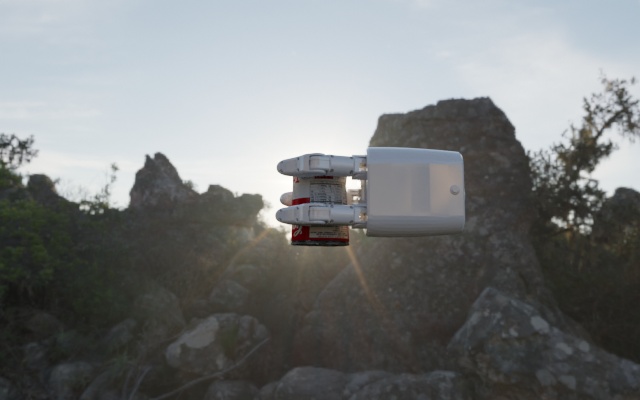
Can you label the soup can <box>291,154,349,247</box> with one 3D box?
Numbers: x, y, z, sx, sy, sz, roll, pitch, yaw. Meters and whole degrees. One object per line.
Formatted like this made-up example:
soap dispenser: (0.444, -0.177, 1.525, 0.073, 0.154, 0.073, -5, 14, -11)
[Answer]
soup can: (0.000, 0.002, 0.560, 0.068, 0.102, 0.068, 1, -7, 0)
